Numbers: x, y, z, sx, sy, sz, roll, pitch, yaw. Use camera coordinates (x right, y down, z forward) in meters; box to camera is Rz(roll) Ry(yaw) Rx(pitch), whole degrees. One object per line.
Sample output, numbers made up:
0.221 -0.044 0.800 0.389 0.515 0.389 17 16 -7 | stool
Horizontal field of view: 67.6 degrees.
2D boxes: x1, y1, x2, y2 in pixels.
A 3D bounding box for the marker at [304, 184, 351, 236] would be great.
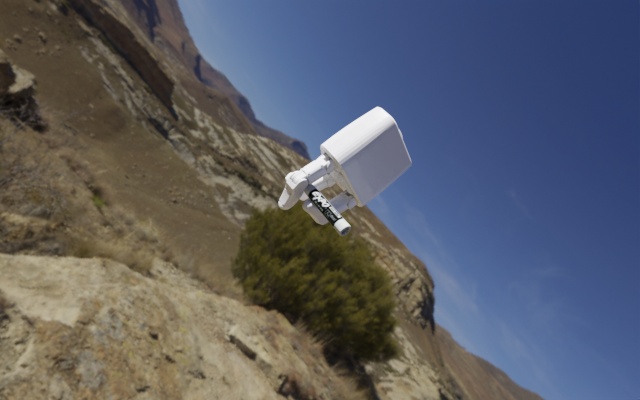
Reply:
0.000 0.002 0.667 0.020 0.020 0.121 0 40 -47 | marker
